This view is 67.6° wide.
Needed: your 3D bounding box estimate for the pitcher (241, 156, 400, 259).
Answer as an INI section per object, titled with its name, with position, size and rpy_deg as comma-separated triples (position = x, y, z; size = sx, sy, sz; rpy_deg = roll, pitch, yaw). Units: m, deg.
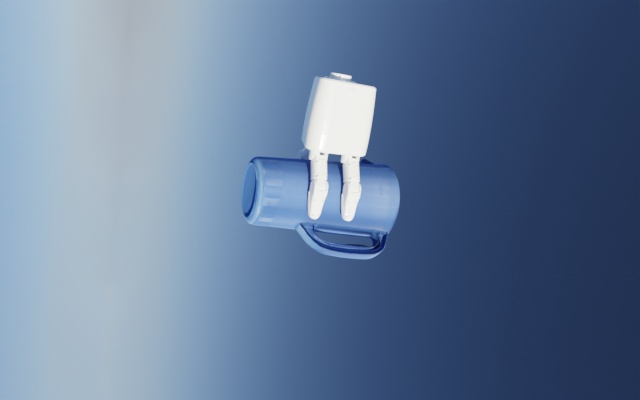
[pitcher]
position = 0.000, 0.002, 0.787
size = 0.243, 0.145, 0.149
rpy_deg = 5, 17, -23
